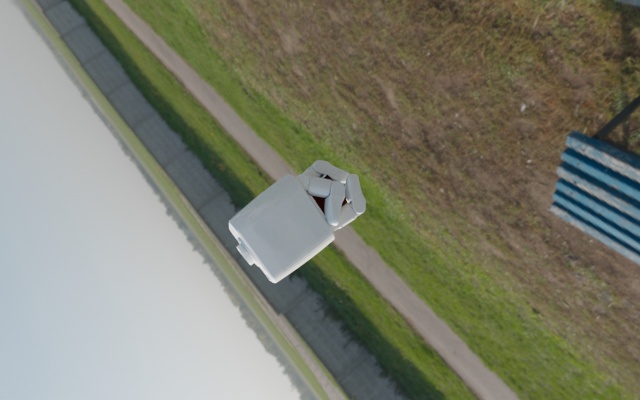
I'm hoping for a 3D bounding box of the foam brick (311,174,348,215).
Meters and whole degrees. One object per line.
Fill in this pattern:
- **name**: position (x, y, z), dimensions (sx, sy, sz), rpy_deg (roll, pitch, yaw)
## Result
- **foam brick**: position (0.000, 0.002, 0.727), dimensions (0.051, 0.053, 0.078), rpy_deg (-38, -2, -15)
